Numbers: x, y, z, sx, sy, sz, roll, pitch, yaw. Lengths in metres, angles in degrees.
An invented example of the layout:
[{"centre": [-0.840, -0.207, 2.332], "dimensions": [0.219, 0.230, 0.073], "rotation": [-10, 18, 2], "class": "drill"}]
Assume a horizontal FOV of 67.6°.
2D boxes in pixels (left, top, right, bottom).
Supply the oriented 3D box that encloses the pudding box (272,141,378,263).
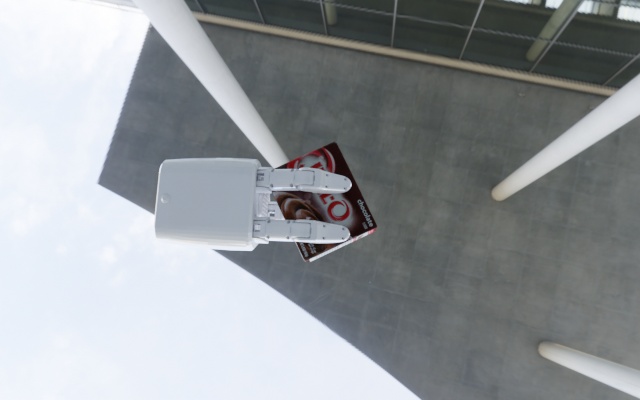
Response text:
[{"centre": [0.000, 0.002, 0.543], "dimensions": [0.090, 0.113, 0.039], "rotation": [-25, -9, -4], "class": "pudding box"}]
